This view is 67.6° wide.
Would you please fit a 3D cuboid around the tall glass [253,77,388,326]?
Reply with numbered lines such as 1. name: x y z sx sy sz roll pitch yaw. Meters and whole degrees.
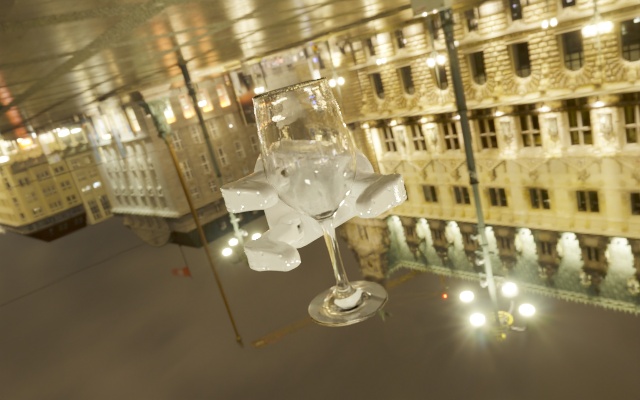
1. tall glass: 0.000 0.002 0.410 0.079 0.201 0.079 -14 16 4
